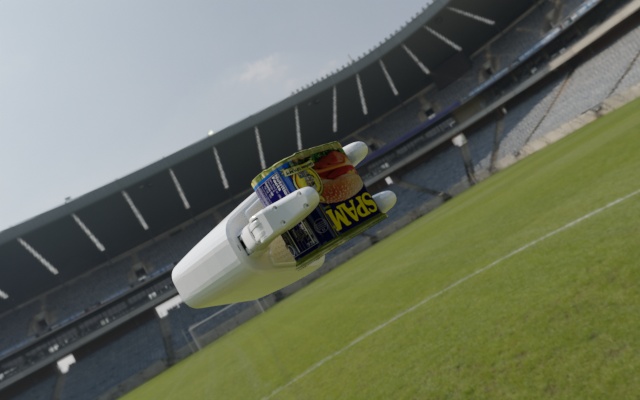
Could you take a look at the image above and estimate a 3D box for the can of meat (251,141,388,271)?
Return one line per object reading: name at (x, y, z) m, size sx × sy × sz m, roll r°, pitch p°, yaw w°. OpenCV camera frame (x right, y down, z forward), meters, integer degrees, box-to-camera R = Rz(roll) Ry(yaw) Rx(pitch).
can of meat at (0.000, 0.001, 0.418) m, size 0.057 × 0.084 × 0.102 m, roll -36°, pitch -8°, yaw 38°
